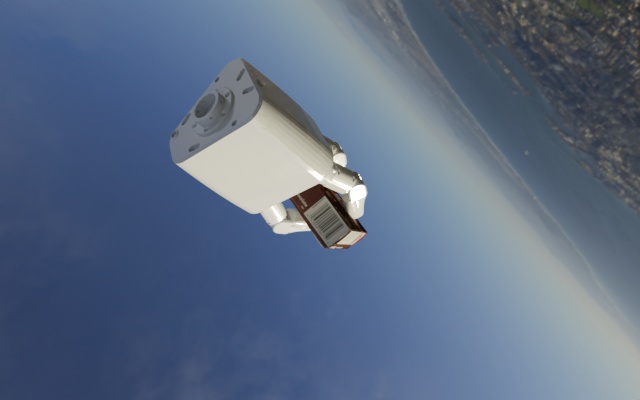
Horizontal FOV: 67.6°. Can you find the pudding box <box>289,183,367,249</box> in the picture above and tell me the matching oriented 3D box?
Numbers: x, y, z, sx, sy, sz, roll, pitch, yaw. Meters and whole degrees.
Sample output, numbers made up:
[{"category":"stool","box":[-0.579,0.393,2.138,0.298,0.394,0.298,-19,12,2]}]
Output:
[{"category":"pudding box","box":[0.000,0.002,0.544,0.039,0.113,0.090,-37,-14,11]}]
